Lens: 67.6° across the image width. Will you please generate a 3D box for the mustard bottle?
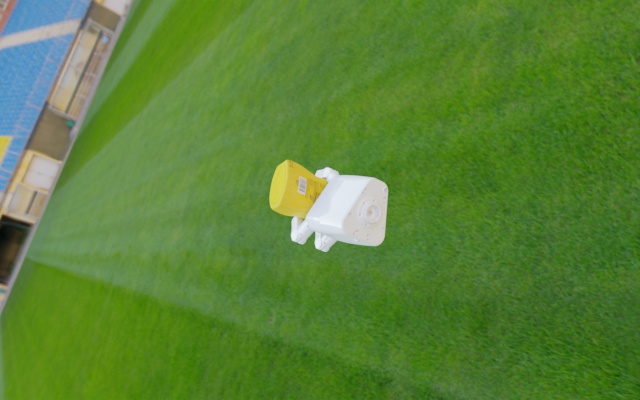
[{"bbox_3d":[0.000,0.003,0.891,0.192,0.096,0.058,24,-34,-30],"label":"mustard bottle"}]
